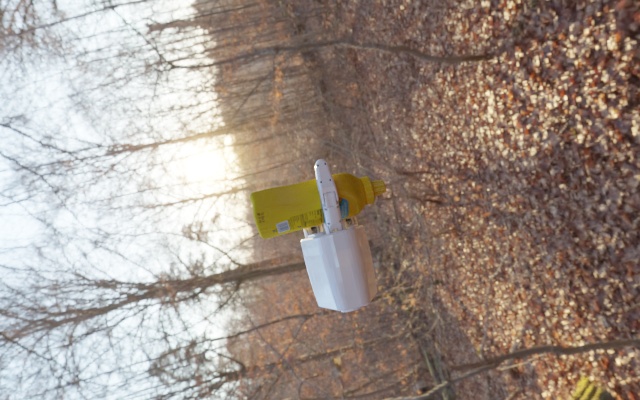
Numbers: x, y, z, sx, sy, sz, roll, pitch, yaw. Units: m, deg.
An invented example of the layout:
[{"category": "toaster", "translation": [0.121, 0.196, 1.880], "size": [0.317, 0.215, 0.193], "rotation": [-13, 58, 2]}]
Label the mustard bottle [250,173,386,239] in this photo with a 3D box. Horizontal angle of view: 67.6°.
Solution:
[{"category": "mustard bottle", "translation": [0.000, 0.002, 0.687], "size": [0.191, 0.058, 0.096], "rotation": [-13, -28, -4]}]
